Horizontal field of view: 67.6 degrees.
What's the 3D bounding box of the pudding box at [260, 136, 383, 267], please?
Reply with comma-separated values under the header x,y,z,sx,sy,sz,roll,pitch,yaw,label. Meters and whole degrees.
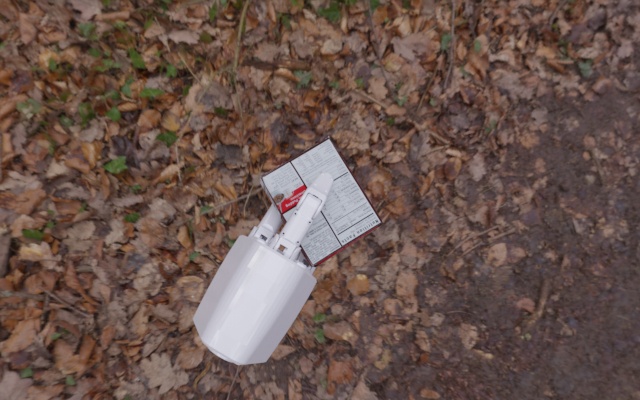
x,y,z,sx,sy,sz,roll,pitch,yaw,label
0.000,0.002,0.513,0.090,0.113,0.039,-31,-3,-7,pudding box
